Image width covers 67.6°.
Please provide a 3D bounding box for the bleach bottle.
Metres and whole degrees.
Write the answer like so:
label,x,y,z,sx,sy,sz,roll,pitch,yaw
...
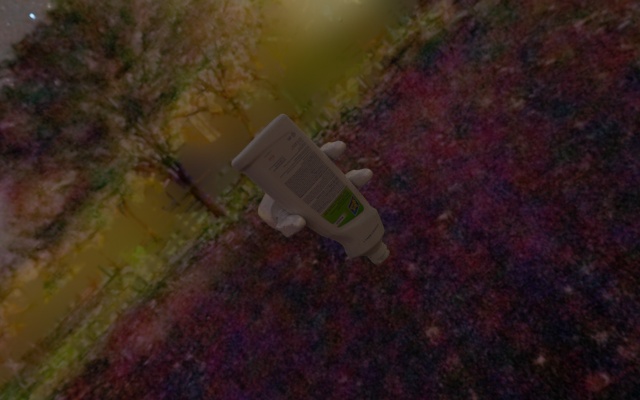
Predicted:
label,x,y,z,sx,sy,sz,roll,pitch,yaw
bleach bottle,0.000,0.002,0.669,0.251,0.102,0.068,46,-13,-14
